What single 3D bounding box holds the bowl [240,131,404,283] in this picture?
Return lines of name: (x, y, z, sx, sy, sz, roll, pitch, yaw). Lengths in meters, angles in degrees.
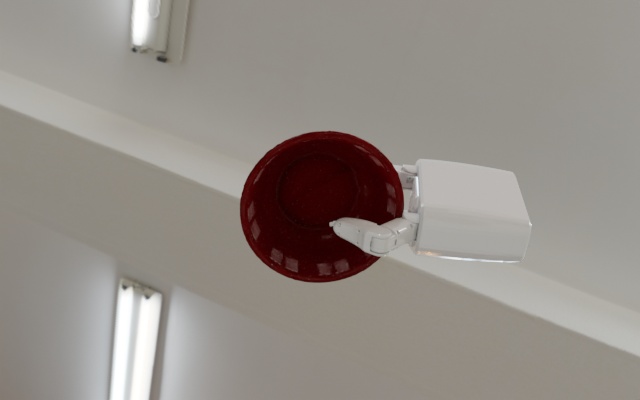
bowl: (-0.001, 0.001, 0.487, 0.162, 0.162, 0.055, 0, 23, -7)
